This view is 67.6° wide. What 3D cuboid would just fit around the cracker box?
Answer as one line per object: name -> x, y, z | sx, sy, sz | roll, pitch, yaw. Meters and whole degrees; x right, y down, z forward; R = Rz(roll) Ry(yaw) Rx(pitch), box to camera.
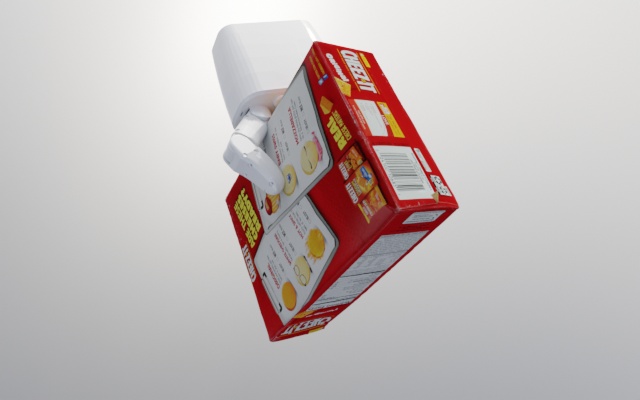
cracker box -> 0.000, 0.001, 0.419 | 0.072, 0.164, 0.214 | -1, -35, -34
